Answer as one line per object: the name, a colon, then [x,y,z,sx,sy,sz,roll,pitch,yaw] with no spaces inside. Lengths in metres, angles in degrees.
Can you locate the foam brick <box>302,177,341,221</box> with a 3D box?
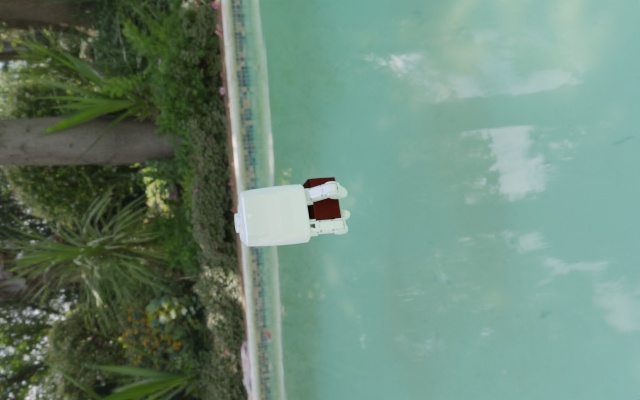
foam brick: [0.000,0.003,0.845,0.051,0.078,0.053,-5,-14,-17]
